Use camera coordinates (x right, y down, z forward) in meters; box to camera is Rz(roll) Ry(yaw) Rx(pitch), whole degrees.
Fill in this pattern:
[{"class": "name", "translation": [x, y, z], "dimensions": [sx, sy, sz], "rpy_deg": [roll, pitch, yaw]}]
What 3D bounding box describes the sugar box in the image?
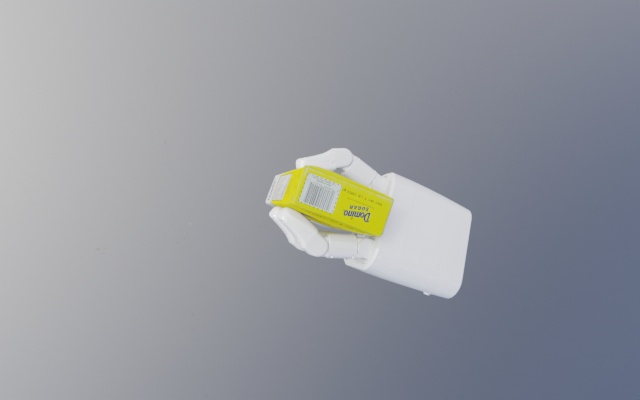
[{"class": "sugar box", "translation": [0.000, 0.002, 0.520], "dimensions": [0.093, 0.048, 0.176], "rpy_deg": [22, -8, -13]}]
